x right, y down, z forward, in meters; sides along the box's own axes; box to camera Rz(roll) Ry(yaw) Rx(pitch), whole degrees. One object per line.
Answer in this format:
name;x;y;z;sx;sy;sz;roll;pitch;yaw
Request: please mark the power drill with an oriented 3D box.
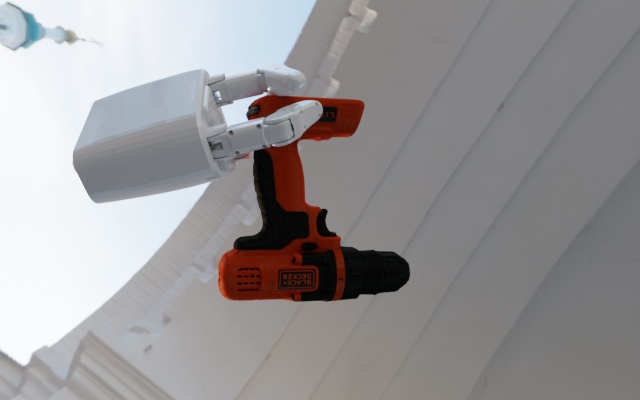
power drill;0.000;0.001;0.443;0.184;0.187;0.057;1;2;-17
